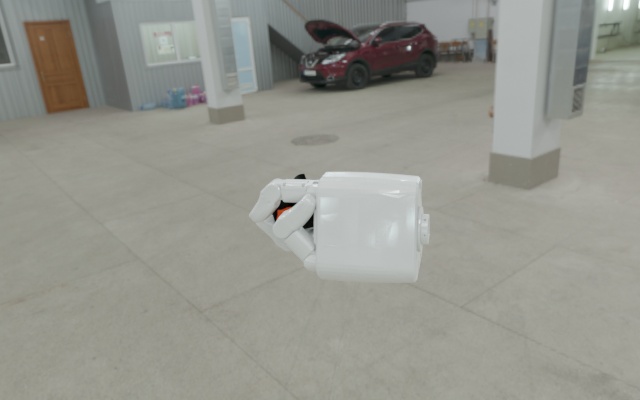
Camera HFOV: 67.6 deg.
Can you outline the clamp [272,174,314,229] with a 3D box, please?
[{"bbox_3d":[0.000,0.001,0.614,0.120,0.039,0.171,2,21,16],"label":"clamp"}]
